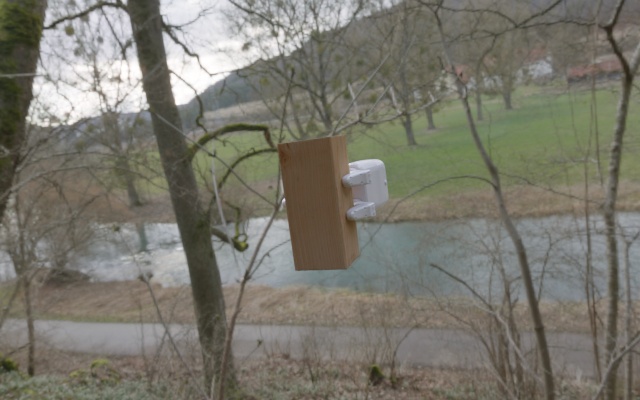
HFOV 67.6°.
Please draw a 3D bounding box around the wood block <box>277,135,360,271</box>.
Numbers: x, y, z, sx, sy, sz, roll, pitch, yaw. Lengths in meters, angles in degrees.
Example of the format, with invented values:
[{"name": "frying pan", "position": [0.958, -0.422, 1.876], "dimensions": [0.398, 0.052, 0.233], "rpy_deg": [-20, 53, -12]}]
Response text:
[{"name": "wood block", "position": [0.000, 0.002, 0.779], "dimensions": [0.091, 0.206, 0.090], "rpy_deg": [-5, 8, 20]}]
